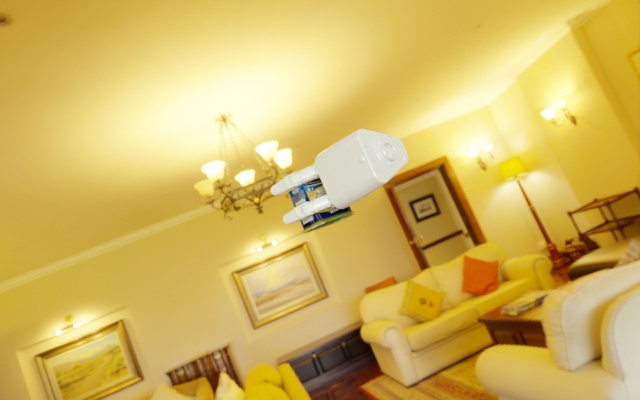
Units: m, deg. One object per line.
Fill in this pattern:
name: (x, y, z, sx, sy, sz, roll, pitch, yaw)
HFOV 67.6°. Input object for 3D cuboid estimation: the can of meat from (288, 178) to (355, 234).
can of meat: (0.000, 0.002, 0.848, 0.102, 0.084, 0.057, -16, -9, -41)
